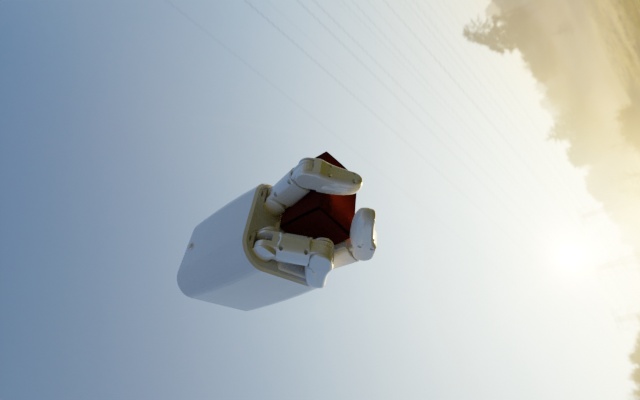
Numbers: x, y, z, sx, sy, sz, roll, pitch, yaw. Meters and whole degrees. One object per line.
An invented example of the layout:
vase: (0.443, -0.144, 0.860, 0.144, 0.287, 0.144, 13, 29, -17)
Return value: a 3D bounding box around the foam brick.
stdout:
foam brick: (0.000, 0.001, 0.472, 0.051, 0.078, 0.053, -27, -54, 32)
